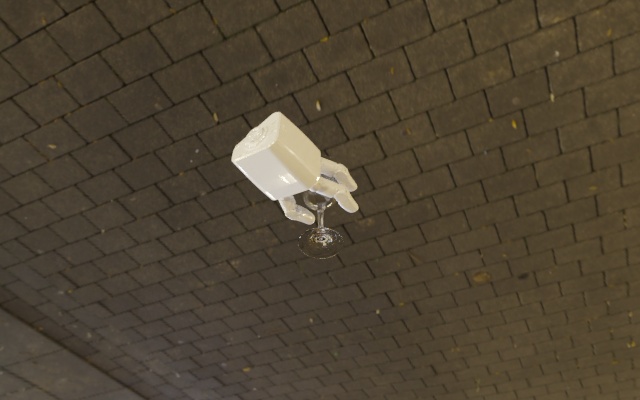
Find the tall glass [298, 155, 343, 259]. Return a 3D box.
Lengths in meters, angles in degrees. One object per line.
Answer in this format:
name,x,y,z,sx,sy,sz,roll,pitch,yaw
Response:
tall glass,0.000,0.003,0.850,0.079,0.079,0.200,0,43,0
